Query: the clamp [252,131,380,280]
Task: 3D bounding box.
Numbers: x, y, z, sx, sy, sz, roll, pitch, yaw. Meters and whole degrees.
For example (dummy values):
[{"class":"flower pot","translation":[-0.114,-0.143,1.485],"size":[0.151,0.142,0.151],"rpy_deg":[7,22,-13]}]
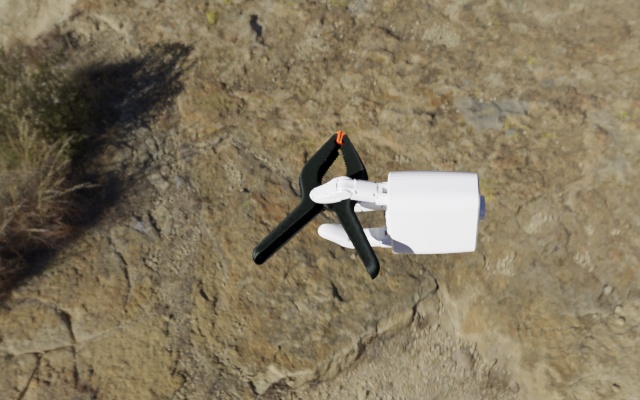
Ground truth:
[{"class":"clamp","translation":[0.000,0.001,0.629],"size":[0.164,0.210,0.036],"rpy_deg":[-1,-29,14]}]
